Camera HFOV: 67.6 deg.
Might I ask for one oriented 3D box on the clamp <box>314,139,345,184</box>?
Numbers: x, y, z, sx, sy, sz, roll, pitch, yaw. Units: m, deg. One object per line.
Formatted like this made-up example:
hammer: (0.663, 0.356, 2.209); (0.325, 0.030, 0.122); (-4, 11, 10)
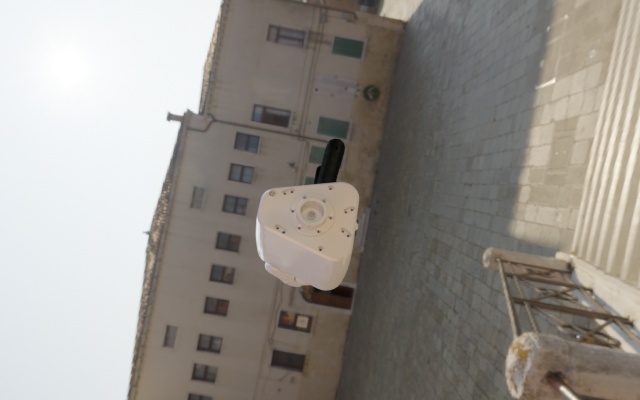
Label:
clamp: (-0.001, 0.002, 0.648); (0.039, 0.171, 0.120); (10, -25, 0)
